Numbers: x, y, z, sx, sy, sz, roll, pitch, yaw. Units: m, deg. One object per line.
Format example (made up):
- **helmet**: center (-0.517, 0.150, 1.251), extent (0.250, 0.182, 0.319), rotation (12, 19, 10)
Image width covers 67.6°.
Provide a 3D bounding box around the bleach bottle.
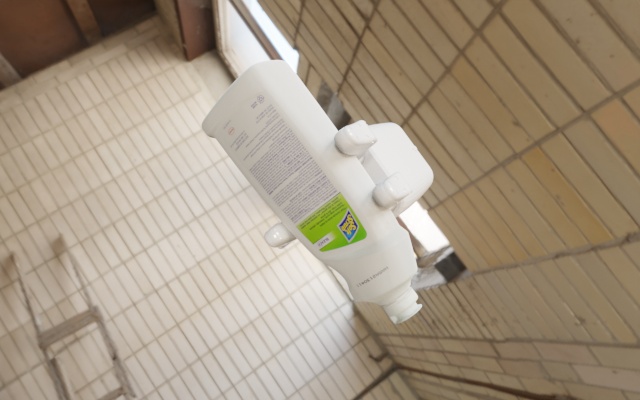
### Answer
- **bleach bottle**: center (0.000, 0.001, 0.432), extent (0.102, 0.251, 0.068), rotation (-38, -6, 35)
